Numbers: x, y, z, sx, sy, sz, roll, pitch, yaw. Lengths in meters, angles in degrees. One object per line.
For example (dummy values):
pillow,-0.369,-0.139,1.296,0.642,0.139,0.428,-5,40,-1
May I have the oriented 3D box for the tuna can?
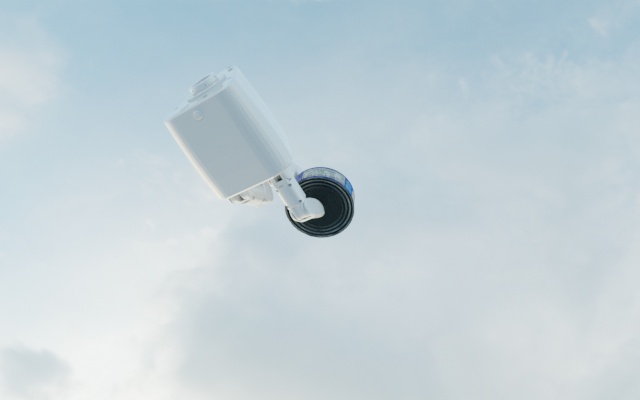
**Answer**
tuna can,0.000,0.002,0.595,0.086,0.086,0.033,0,30,6
